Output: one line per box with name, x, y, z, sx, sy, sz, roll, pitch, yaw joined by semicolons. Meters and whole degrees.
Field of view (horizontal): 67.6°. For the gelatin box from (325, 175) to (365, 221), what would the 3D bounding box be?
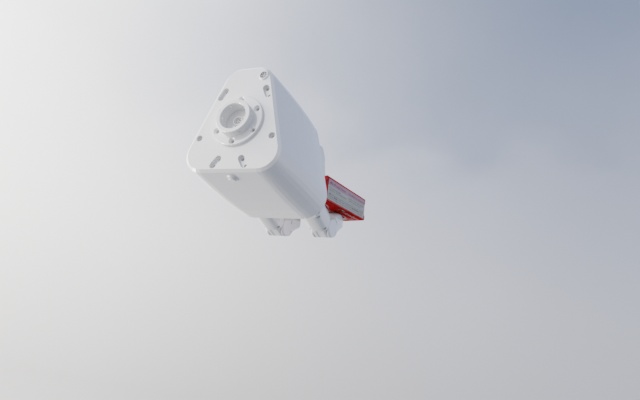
gelatin box;0.000;0.002;0.563;0.073;0.030;0.089;-5;-20;34
